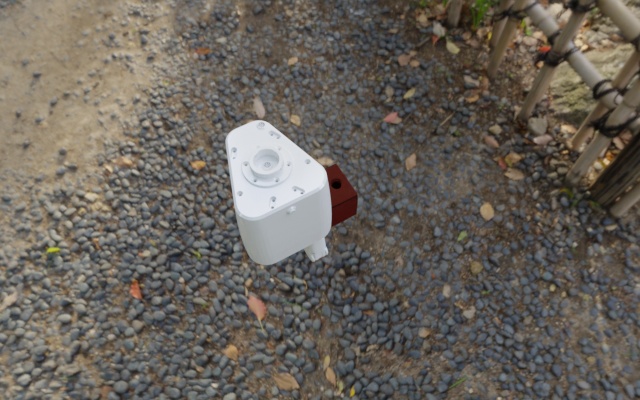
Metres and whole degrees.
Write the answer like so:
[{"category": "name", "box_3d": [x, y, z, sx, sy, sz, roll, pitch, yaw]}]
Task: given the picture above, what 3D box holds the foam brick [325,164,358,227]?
[{"category": "foam brick", "box_3d": [0.000, 0.002, 0.581, 0.078, 0.053, 0.051, -26, -27, -13]}]
